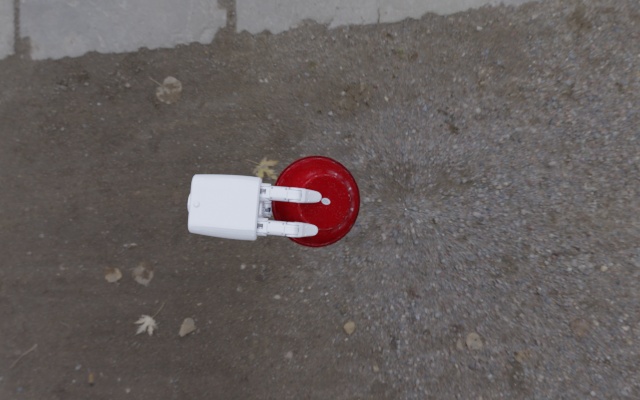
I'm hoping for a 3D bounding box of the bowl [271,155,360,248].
[{"bbox_3d":[0.002,0.002,0.812,0.162,0.162,0.055,0,1,-16],"label":"bowl"}]
